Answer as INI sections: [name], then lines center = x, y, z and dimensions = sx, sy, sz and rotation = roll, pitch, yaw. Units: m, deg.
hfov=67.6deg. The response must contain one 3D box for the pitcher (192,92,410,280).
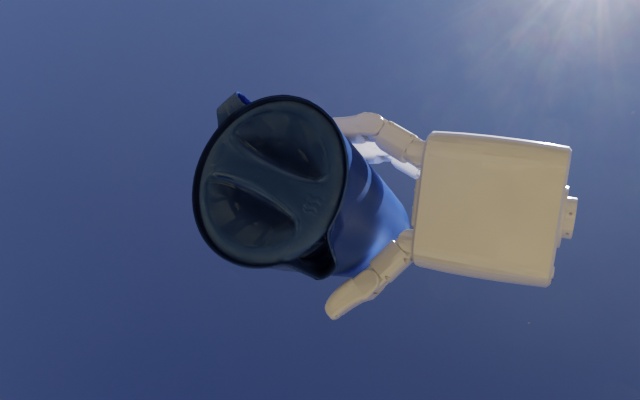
[pitcher]
center = 0.000, 0.002, 0.456
dimensions = 0.145, 0.149, 0.243
rotation = 6, -11, 25
